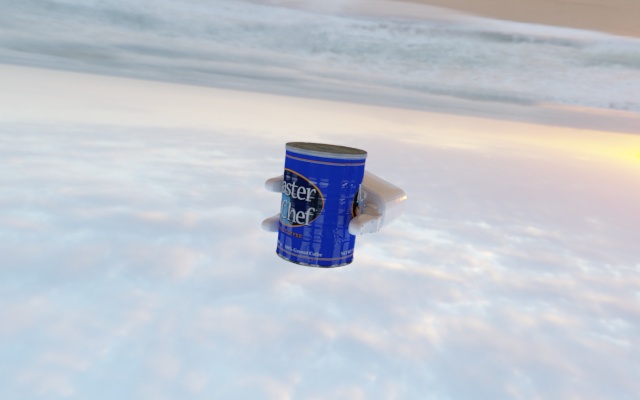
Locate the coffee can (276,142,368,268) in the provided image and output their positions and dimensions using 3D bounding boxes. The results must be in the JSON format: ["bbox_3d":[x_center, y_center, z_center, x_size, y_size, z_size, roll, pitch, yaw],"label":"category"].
[{"bbox_3d":[0.000,0.002,0.604,0.103,0.140,0.102,6,12,-1],"label":"coffee can"}]
